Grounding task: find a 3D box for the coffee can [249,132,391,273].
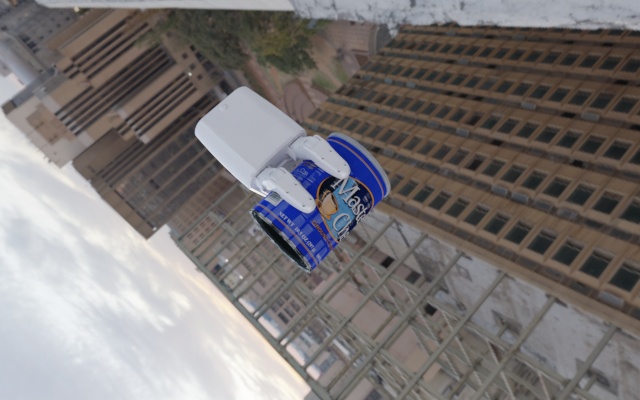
[{"bbox_3d":[0.000,0.002,0.575,0.140,0.103,0.103,-44,14,-14],"label":"coffee can"}]
